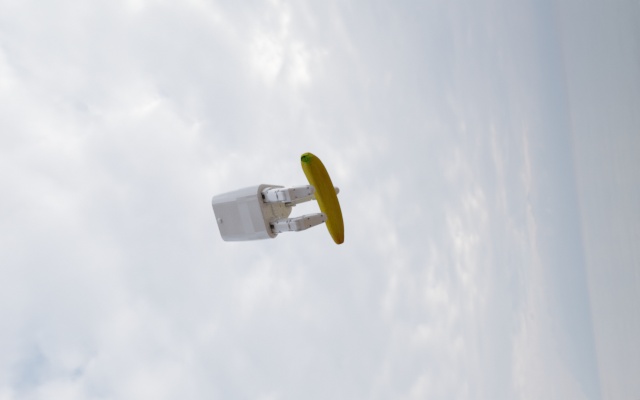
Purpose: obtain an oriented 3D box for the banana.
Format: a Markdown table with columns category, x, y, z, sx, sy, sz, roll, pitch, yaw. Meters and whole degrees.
| category | x | y | z | sx | sy | sz | roll | pitch | yaw |
| --- | --- | --- | --- | --- | --- | --- | --- | --- | --- |
| banana | 0.002 | -0.012 | 0.826 | 0.037 | 0.198 | 0.069 | -10 | 37 | 21 |
